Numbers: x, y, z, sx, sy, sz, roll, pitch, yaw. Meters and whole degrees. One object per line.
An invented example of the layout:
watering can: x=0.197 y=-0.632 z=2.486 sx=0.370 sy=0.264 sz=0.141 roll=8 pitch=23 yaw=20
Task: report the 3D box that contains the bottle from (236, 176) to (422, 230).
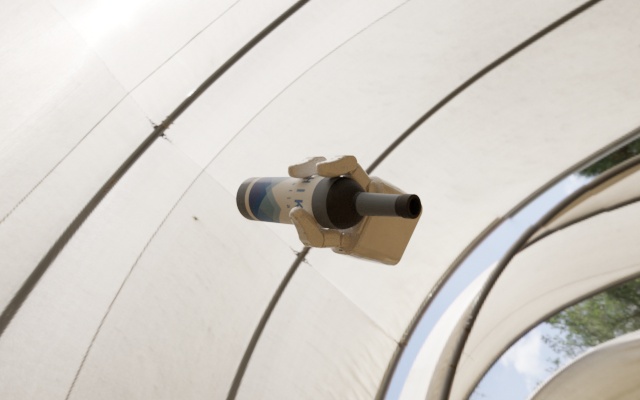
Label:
bottle: x=0.000 y=0.002 z=0.620 sx=0.069 sy=0.069 sz=0.295 roll=0 pitch=2 yaw=-44
